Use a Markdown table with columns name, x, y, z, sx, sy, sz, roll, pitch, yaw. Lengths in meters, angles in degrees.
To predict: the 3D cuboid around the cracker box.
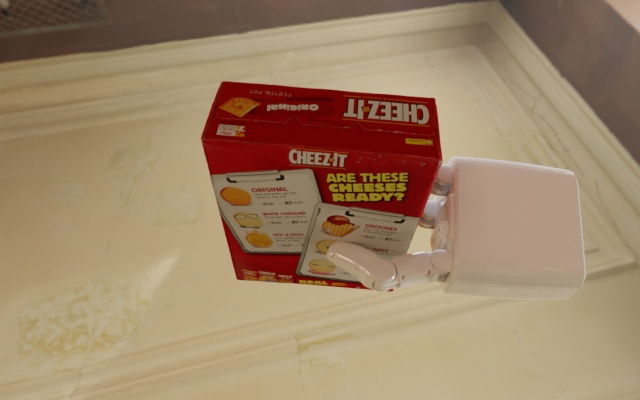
| name | x | y | z | sx | sy | sz | roll | pitch | yaw |
| --- | --- | --- | --- | --- | --- | --- | --- | --- | --- |
| cracker box | 0.000 | 0.002 | 0.420 | 0.164 | 0.072 | 0.214 | 5 | -35 | 1 |
